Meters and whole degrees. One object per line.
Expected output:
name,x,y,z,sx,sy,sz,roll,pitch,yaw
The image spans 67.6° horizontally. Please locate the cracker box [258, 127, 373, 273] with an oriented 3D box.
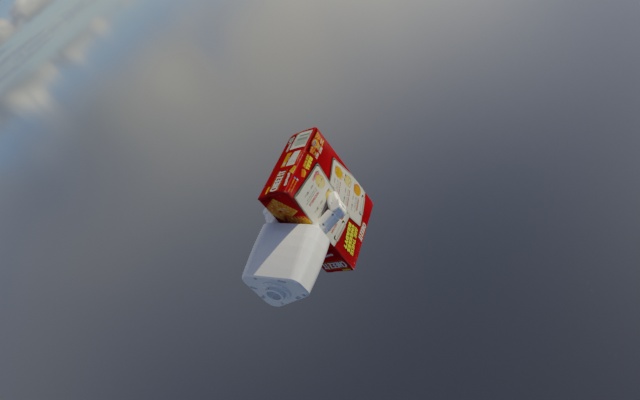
cracker box,0.000,0.003,0.863,0.072,0.164,0.214,-12,-49,36
